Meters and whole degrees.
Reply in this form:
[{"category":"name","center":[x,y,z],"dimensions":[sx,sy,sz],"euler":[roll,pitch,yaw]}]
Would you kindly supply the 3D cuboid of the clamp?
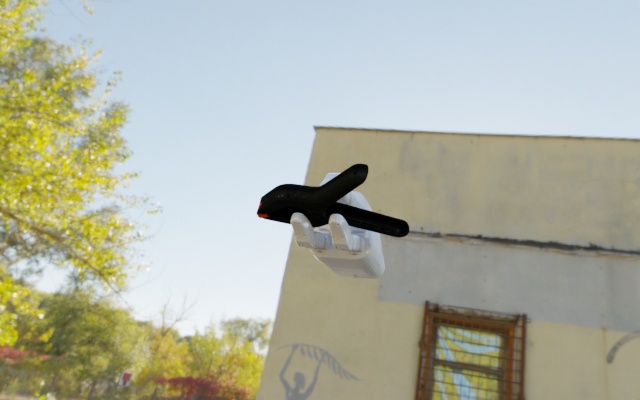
[{"category":"clamp","center":[0.000,0.001,0.635],"dimensions":[0.210,0.036,0.165],"euler":[2,-29,23]}]
